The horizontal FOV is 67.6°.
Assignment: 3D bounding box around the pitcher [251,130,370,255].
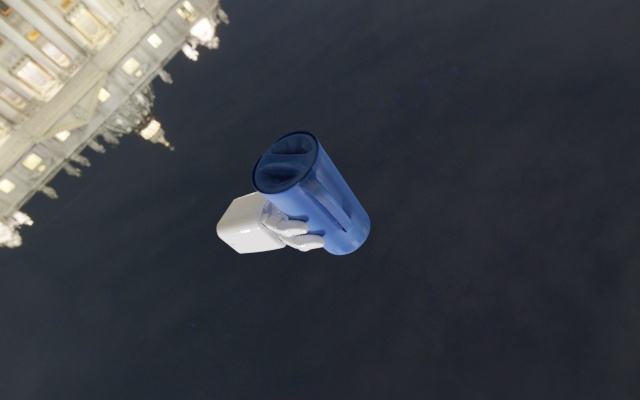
[{"bbox_3d":[0.000,0.003,0.862,0.145,0.149,0.243,-14,-41,27],"label":"pitcher"}]
